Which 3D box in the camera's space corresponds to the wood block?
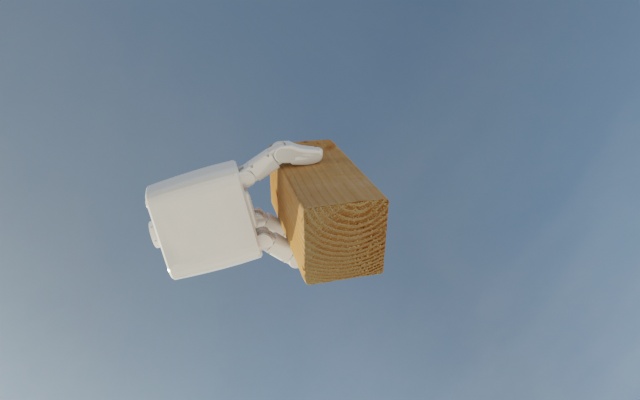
[{"bbox_3d":[0.000,0.002,0.573,0.090,0.091,0.206,-6,26,-14],"label":"wood block"}]
